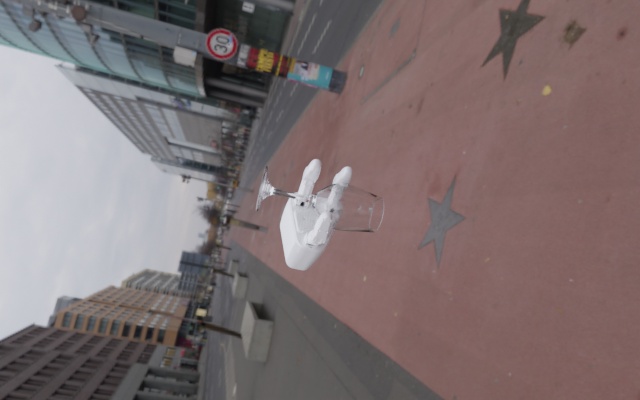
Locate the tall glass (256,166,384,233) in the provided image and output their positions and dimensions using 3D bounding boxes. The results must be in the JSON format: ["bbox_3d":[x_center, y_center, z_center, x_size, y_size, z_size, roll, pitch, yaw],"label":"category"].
[{"bbox_3d":[-0.001,0.002,0.784,0.201,0.079,0.079,13,-2,-11],"label":"tall glass"}]
